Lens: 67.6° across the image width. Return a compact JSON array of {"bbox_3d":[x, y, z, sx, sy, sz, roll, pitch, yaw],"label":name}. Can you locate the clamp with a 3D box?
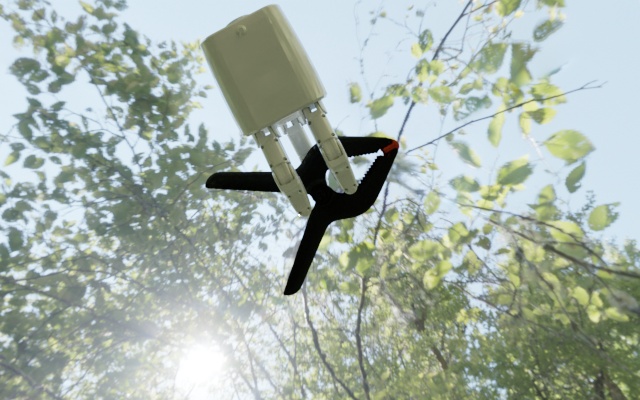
[{"bbox_3d":[0.000,0.001,0.537,0.210,0.164,0.036,-27,12,2],"label":"clamp"}]
